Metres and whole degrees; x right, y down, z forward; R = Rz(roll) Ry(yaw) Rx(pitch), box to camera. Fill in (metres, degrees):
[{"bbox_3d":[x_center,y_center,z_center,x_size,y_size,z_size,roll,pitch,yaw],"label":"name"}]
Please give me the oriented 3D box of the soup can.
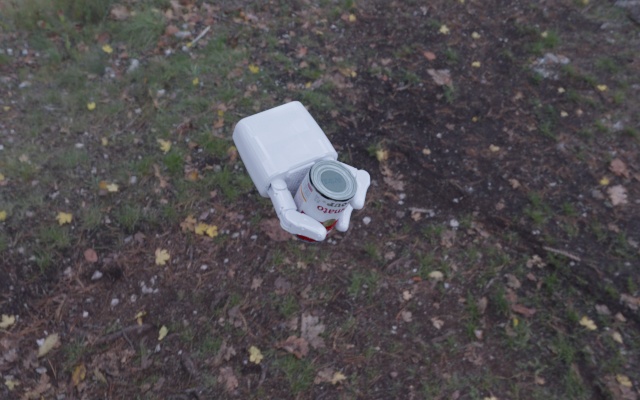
[{"bbox_3d":[0.000,0.002,0.640,0.068,0.068,0.102,0,-35,-25],"label":"soup can"}]
